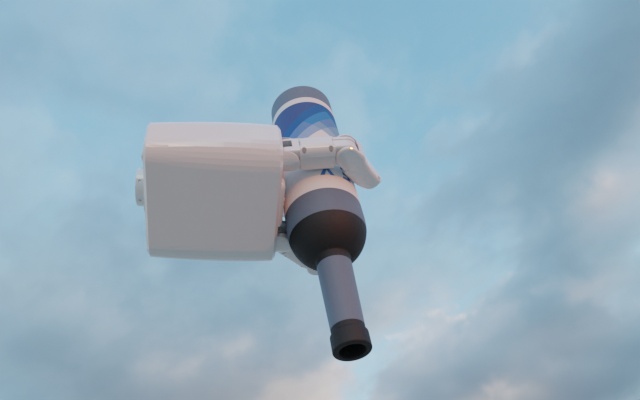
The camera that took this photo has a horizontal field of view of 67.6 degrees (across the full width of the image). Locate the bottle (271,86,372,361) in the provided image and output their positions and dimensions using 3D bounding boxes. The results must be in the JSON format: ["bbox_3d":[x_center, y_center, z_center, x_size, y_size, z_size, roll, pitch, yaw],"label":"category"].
[{"bbox_3d":[0.000,0.001,0.424,0.069,0.069,0.295,0,43,-11],"label":"bottle"}]
